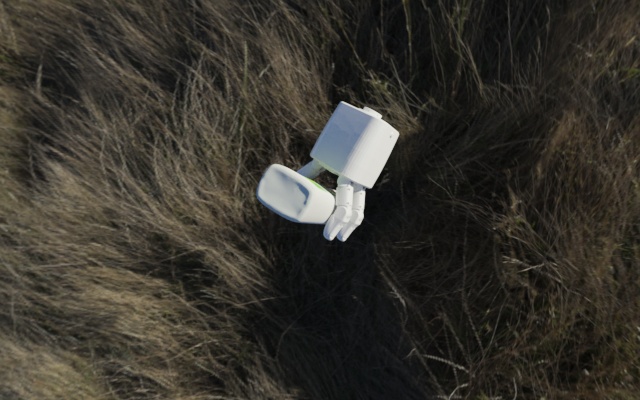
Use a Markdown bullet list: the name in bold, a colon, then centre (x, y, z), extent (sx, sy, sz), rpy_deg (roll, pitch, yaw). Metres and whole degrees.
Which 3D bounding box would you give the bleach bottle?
- **bleach bottle**: centre (0.000, 0.003, 0.822), extent (0.102, 0.068, 0.251), rpy_deg (32, 8, 25)
